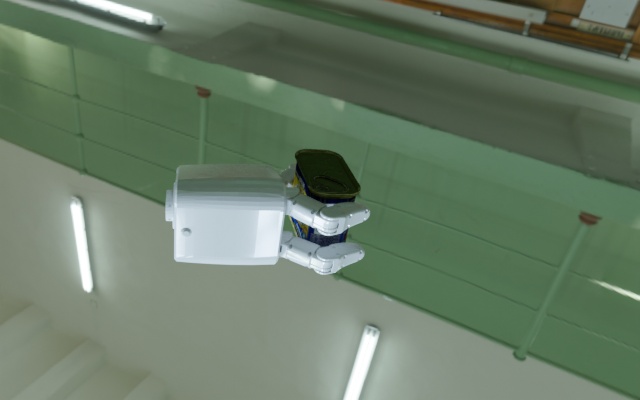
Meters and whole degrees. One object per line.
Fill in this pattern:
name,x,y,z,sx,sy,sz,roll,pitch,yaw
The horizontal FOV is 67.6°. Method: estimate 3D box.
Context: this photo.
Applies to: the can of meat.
can of meat,0.000,0.002,0.541,0.057,0.084,0.102,0,32,-17
